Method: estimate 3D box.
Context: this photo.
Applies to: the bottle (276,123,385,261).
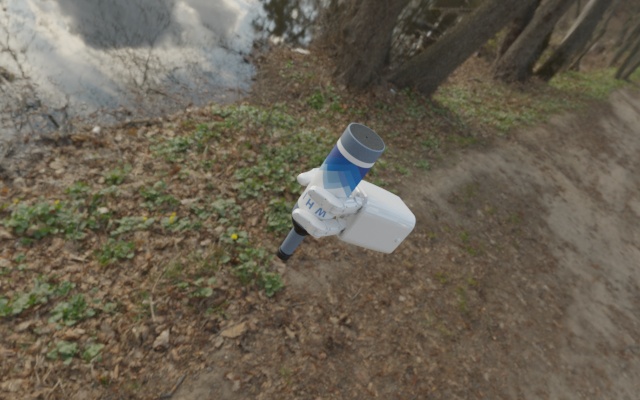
[{"bbox_3d":[0.000,0.002,0.810,0.069,0.069,0.296,0,-43,-41],"label":"bottle"}]
